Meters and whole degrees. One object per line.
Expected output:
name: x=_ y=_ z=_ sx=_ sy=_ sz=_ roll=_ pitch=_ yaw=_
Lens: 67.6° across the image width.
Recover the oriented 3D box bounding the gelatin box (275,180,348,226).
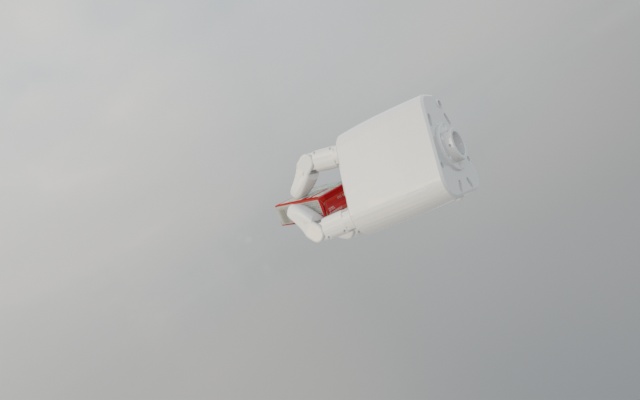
gelatin box: x=0.000 y=0.002 z=0.584 sx=0.073 sy=0.030 sz=0.089 roll=-28 pitch=11 yaw=-40
